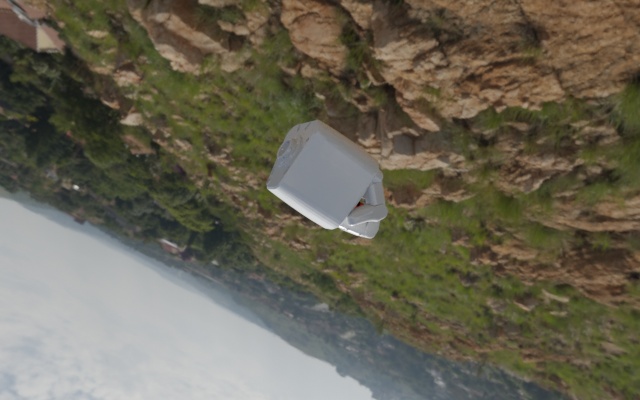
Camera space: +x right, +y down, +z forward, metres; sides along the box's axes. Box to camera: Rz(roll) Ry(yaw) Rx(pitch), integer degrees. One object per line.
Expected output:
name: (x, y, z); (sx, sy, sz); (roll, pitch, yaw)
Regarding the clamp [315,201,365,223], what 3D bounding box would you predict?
clamp: (0.000, 0.003, 0.748); (0.120, 0.039, 0.171); (32, -17, -26)
